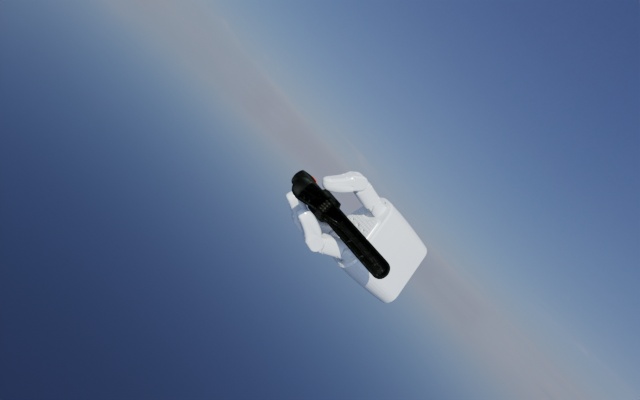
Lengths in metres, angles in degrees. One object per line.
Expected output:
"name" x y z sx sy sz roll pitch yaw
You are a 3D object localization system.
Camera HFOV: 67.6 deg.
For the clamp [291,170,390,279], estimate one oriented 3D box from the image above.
"clamp" 0.001 0.001 0.619 0.165 0.036 0.210 47 2 -30
